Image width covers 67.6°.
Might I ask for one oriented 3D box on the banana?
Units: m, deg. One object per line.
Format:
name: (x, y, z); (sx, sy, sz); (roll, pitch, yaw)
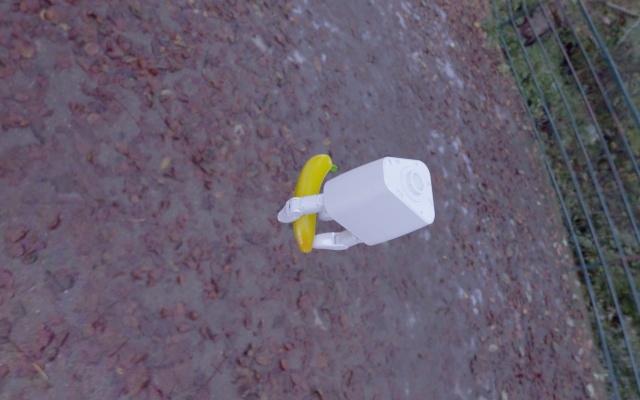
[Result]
banana: (-0.011, -0.012, 0.748); (0.037, 0.197, 0.070); (-23, -57, 38)
